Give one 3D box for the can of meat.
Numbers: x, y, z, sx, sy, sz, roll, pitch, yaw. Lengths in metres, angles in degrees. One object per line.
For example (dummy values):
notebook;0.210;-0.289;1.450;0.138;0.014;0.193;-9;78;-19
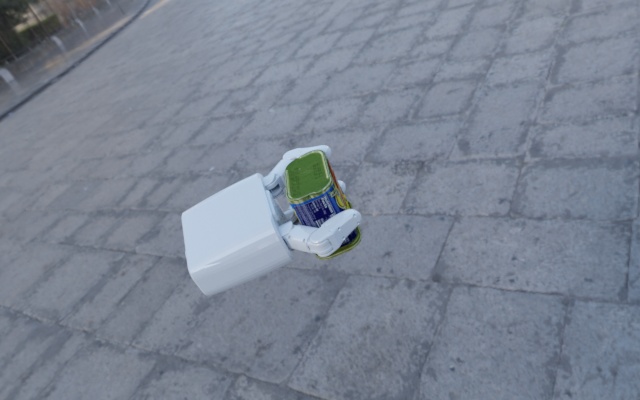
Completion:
can of meat;0.000;0.002;0.542;0.057;0.084;0.102;-23;31;7
